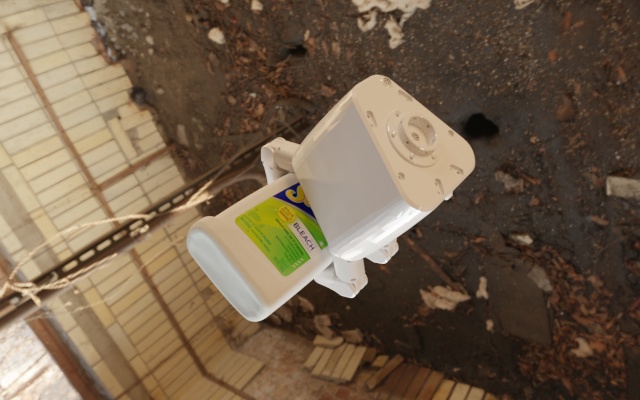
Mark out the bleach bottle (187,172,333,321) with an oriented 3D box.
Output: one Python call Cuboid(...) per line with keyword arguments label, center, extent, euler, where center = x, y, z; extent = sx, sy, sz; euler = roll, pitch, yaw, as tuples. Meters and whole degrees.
Cuboid(label="bleach bottle", center=(0.000, 0.002, 0.470), extent=(0.250, 0.102, 0.068), euler=(-38, -3, -36))
